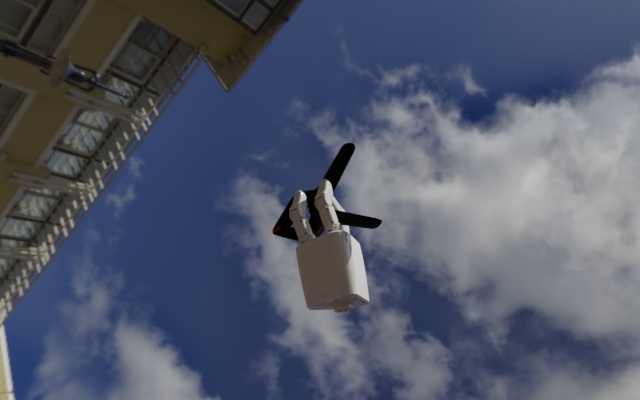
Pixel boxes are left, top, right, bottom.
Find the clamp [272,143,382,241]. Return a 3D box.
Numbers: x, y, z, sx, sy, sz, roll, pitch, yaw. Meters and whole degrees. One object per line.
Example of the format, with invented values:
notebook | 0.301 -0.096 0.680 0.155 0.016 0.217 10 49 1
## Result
clamp | 0.000 0.003 0.835 0.210 0.164 0.036 -24 -29 29
